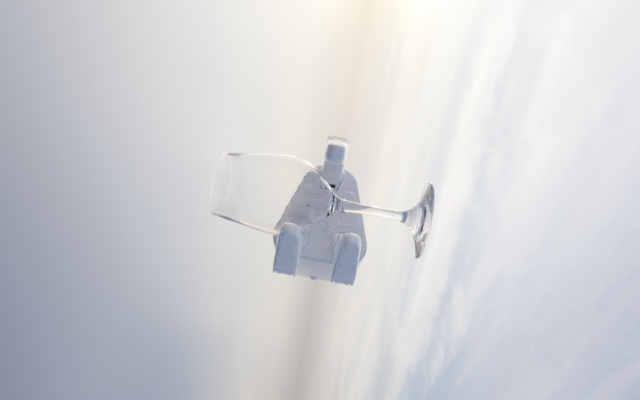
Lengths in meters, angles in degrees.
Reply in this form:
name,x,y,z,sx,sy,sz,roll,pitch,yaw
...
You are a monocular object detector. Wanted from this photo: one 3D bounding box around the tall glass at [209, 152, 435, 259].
name,x,y,z,sx,sy,sz,roll,pitch,yaw
tall glass,0.001,0.001,0.456,0.201,0.079,0.079,10,0,1
